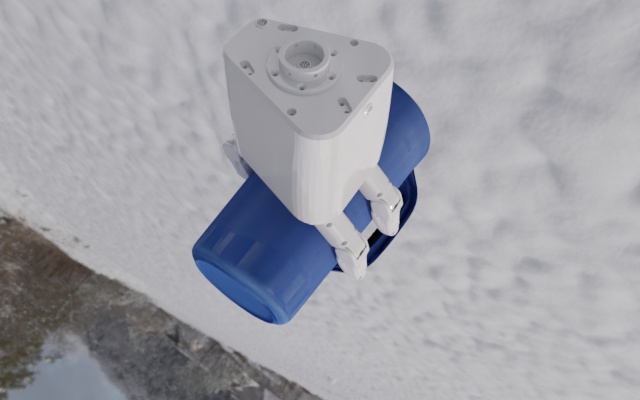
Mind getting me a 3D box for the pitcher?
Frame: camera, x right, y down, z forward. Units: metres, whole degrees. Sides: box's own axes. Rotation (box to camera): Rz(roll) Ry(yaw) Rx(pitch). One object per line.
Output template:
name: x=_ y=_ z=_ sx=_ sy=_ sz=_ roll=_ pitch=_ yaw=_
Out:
pitcher: x=0.000 y=0.001 z=0.469 sx=0.149 sy=0.242 sz=0.145 roll=31 pitch=-26 yaw=15
